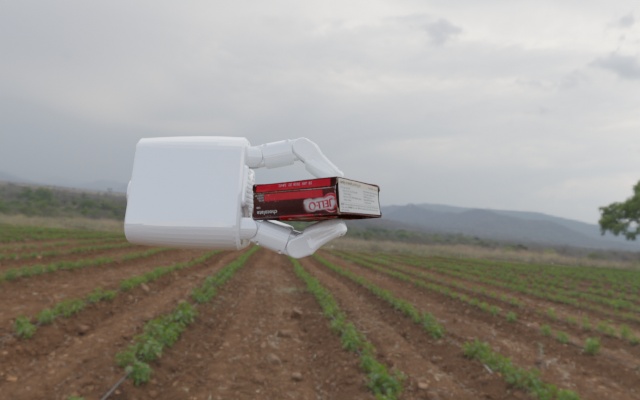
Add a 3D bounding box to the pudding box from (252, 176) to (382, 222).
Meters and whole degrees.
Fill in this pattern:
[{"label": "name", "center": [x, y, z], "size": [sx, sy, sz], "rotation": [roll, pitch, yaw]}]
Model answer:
[{"label": "pudding box", "center": [0.000, 0.001, 0.471], "size": [0.090, 0.039, 0.113], "rotation": [-3, -3, 27]}]
